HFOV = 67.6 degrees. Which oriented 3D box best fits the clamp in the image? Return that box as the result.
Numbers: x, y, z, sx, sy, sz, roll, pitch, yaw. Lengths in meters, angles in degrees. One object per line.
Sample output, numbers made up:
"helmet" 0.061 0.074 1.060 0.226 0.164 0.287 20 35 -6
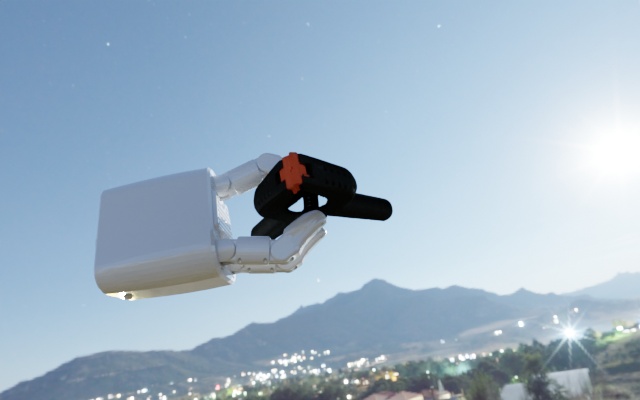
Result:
"clamp" 0.000 0.001 0.466 0.164 0.036 0.210 -11 -16 -3
